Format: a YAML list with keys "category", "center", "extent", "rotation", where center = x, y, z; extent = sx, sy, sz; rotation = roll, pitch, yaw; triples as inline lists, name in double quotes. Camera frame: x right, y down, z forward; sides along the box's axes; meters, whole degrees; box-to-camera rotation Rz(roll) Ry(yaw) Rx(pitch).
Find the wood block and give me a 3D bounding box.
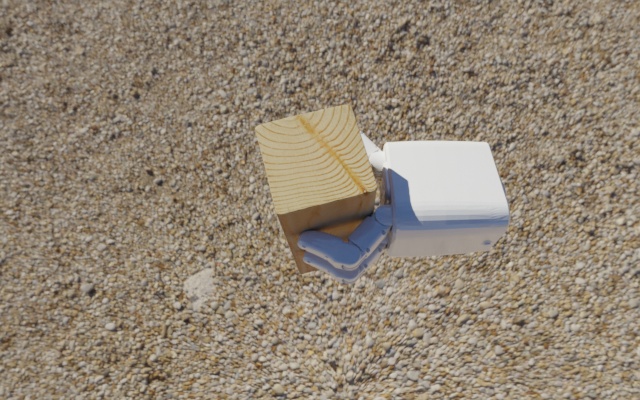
- category: "wood block"
  center: [0.000, 0.001, 0.502]
  extent: [0.090, 0.090, 0.206]
  rotation: [-14, -23, -3]
